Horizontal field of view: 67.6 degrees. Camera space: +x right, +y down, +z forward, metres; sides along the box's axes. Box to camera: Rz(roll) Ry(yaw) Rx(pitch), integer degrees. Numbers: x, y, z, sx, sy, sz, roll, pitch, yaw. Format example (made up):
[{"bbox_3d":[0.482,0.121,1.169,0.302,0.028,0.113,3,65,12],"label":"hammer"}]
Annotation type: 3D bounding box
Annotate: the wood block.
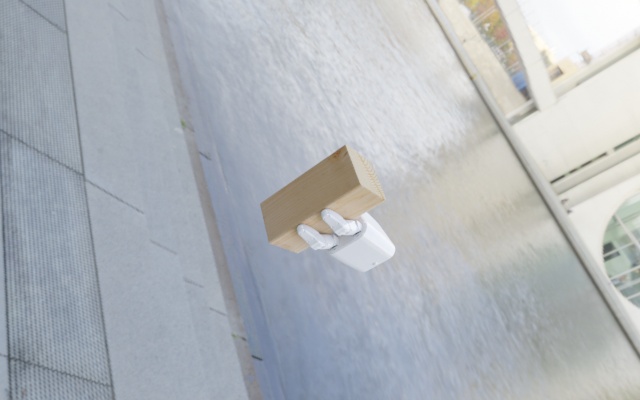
[{"bbox_3d":[0.000,0.003,0.865,0.206,0.090,0.090,-33,-35,24],"label":"wood block"}]
